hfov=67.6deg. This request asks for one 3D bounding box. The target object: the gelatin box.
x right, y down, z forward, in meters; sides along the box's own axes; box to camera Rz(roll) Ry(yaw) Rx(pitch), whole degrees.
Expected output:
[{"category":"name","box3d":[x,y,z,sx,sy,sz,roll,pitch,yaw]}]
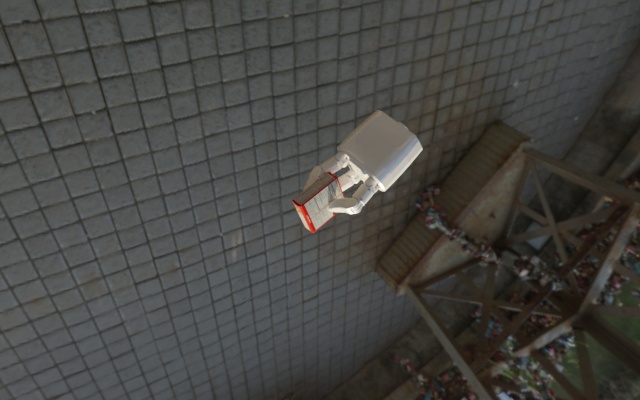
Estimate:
[{"category":"gelatin box","box3d":[0.000,0.003,0.858,0.089,0.073,0.030,-40,46,-17]}]
